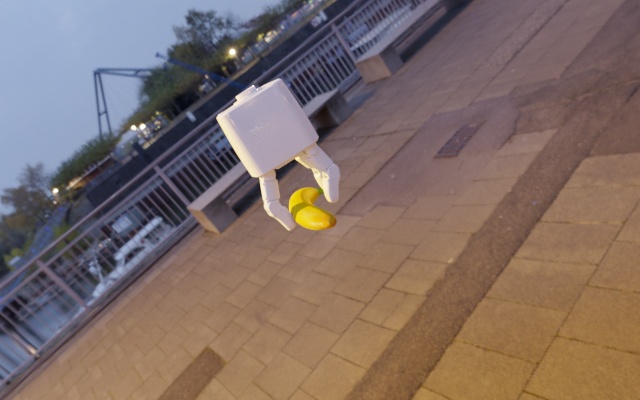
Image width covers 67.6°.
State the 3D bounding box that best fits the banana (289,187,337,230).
[{"bbox_3d":[-0.017,0.009,0.760,0.069,0.037,0.197,-25,18,4],"label":"banana"}]
